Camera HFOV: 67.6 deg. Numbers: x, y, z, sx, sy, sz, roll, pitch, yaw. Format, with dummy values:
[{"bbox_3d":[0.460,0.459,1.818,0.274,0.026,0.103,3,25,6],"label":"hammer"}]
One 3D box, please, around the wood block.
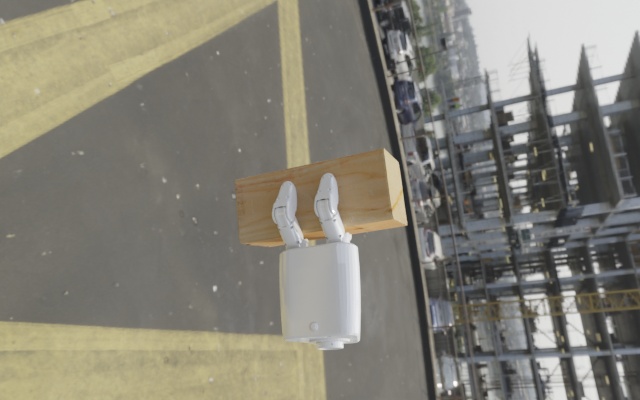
[{"bbox_3d":[0.000,0.002,0.636,0.206,0.090,0.091,-10,-11,20],"label":"wood block"}]
